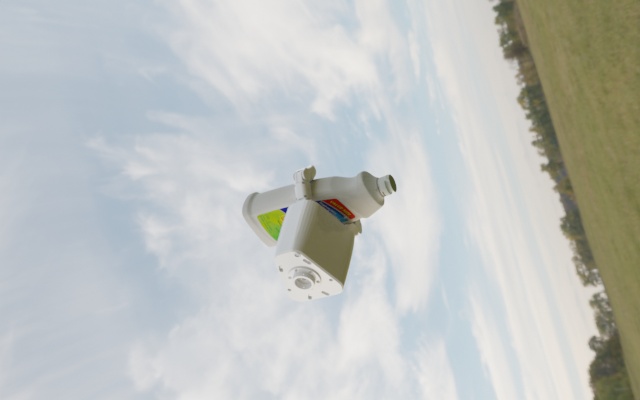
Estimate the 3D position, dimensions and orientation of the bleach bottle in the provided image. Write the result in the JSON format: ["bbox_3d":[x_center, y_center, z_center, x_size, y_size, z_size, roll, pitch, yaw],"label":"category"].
[{"bbox_3d":[0.000,0.003,0.781,0.251,0.103,0.068,-18,32,26],"label":"bleach bottle"}]
